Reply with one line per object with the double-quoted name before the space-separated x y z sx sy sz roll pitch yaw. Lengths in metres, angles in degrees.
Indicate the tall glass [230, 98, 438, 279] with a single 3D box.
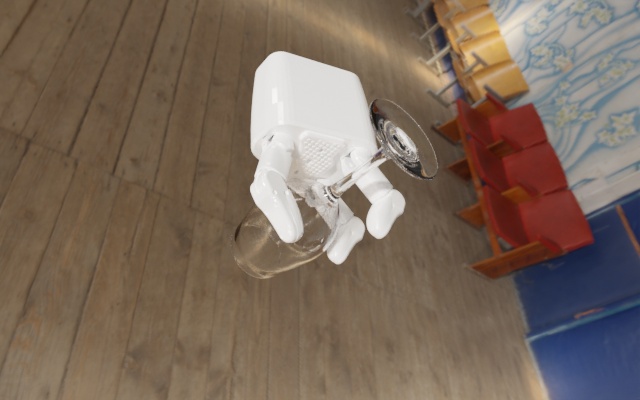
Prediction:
"tall glass" 0.000 0.001 0.419 0.079 0.079 0.201 0 -30 -48
